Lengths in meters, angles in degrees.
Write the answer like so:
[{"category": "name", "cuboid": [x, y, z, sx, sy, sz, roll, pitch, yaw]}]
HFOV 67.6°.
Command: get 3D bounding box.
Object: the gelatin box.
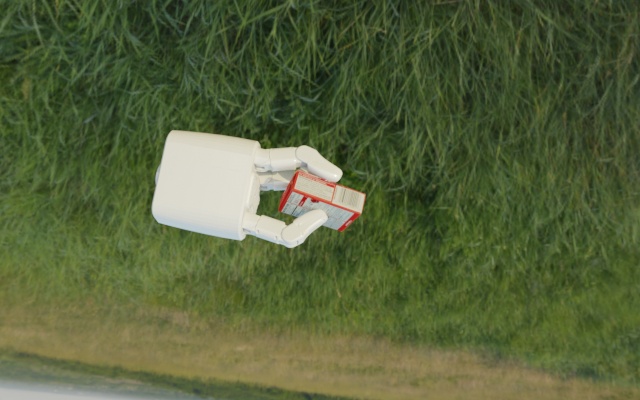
[{"category": "gelatin box", "cuboid": [0.000, 0.002, 0.577, 0.089, 0.030, 0.073, 19, -25, -9]}]
